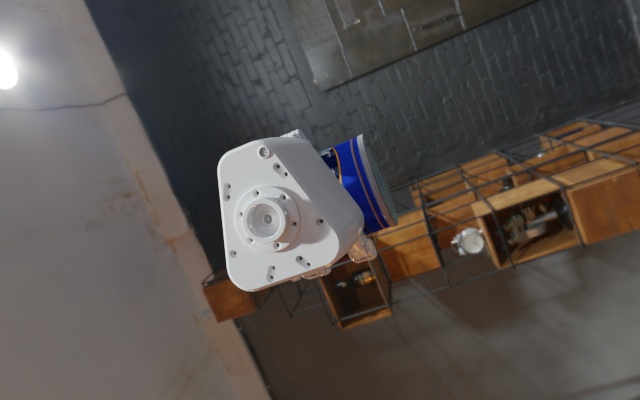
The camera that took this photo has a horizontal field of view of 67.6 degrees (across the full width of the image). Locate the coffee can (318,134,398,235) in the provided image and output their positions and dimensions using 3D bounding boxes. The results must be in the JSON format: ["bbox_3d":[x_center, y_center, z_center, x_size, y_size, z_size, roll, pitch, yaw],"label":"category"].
[{"bbox_3d":[0.000,0.002,0.515,0.140,0.103,0.103,-21,-5,13],"label":"coffee can"}]
